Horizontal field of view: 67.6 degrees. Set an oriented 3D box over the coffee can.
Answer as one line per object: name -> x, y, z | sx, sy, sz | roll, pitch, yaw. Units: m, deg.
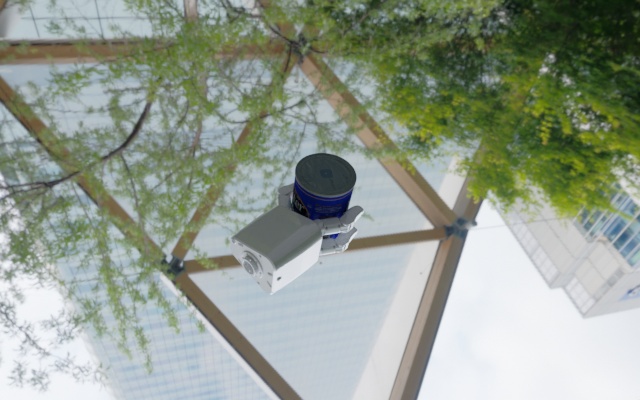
coffee can -> 0.000, 0.003, 0.835 | 0.103, 0.102, 0.140 | 0, -44, -10
